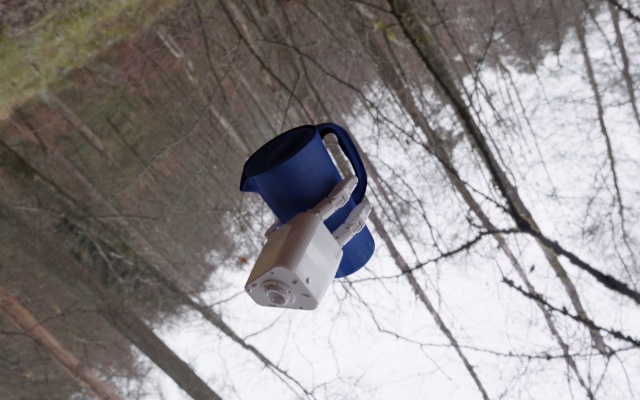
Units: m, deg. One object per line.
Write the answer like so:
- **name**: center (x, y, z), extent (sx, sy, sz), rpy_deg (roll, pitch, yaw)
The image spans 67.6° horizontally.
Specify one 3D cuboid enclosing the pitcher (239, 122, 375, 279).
- **pitcher**: center (0.000, 0.003, 0.777), extent (0.149, 0.243, 0.145), rpy_deg (-15, 31, 33)
